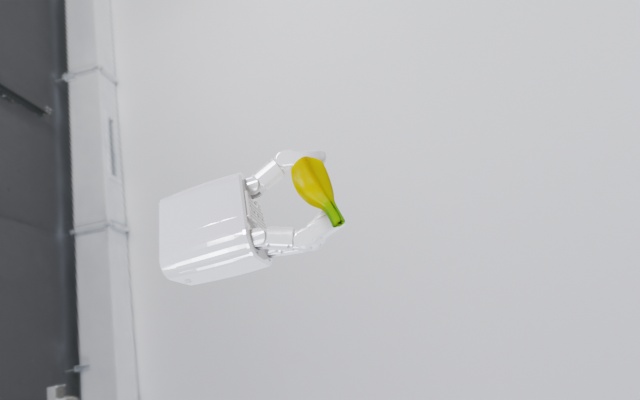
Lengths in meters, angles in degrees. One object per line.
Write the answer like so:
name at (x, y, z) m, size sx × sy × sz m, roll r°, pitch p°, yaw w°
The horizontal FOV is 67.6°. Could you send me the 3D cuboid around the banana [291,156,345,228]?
banana at (-0.006, -0.015, 0.518) m, size 0.037 × 0.069 × 0.198 m, roll -20°, pitch 7°, yaw 2°
